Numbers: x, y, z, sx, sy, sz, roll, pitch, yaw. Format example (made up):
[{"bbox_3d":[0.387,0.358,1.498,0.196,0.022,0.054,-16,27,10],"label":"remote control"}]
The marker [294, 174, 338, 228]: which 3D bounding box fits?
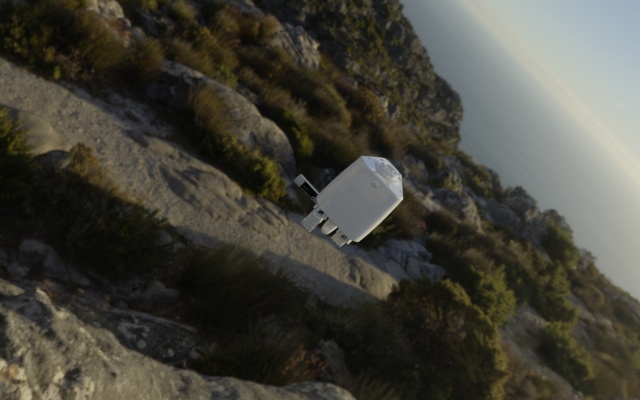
[{"bbox_3d":[0.000,0.003,0.849,0.020,0.121,0.020,-43,-2,-2],"label":"marker"}]
